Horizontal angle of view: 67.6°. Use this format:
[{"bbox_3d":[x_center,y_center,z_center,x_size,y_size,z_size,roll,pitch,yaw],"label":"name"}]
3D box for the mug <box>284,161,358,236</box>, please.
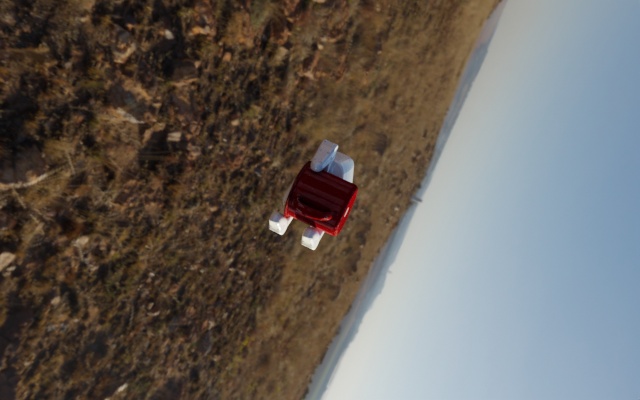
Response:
[{"bbox_3d":[0.000,0.003,0.685,0.081,0.093,0.117,24,16,9],"label":"mug"}]
